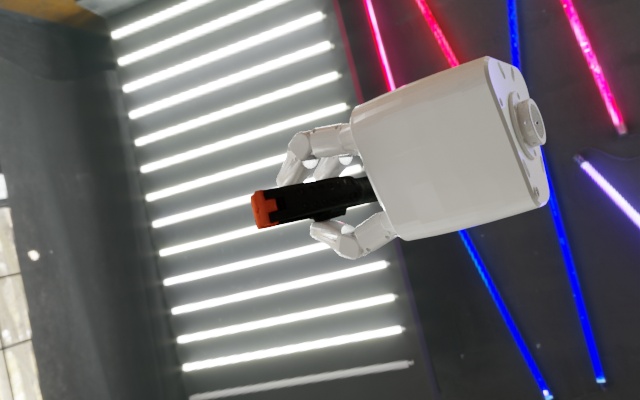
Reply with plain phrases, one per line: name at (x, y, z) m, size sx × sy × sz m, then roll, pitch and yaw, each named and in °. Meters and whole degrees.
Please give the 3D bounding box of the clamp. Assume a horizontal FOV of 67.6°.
clamp at (0.000, 0.002, 0.446) m, size 0.164 × 0.036 × 0.210 m, roll -18°, pitch -5°, yaw 37°
